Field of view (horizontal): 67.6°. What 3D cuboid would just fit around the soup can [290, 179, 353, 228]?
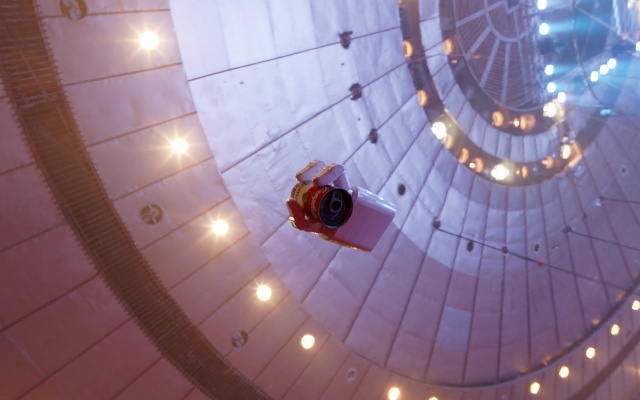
[{"bbox_3d":[0.000,0.003,0.821,0.068,0.068,0.102,0,12,-32],"label":"soup can"}]
